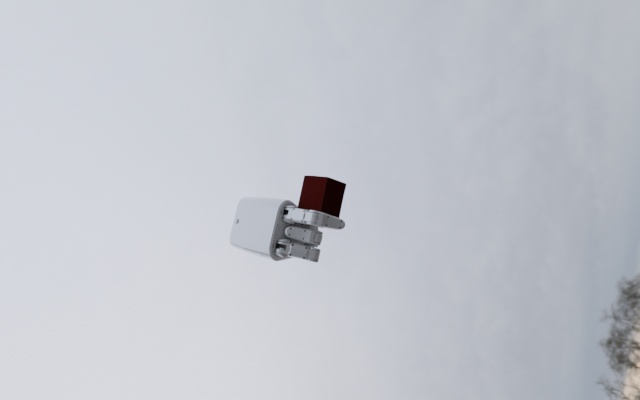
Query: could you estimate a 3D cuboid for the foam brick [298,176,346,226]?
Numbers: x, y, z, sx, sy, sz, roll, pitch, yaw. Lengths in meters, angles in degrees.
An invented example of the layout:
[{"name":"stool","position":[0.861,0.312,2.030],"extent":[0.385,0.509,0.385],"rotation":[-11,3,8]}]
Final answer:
[{"name":"foam brick","position":[0.000,0.002,0.774],"extent":[0.051,0.078,0.053],"rotation":[7,-8,40]}]
